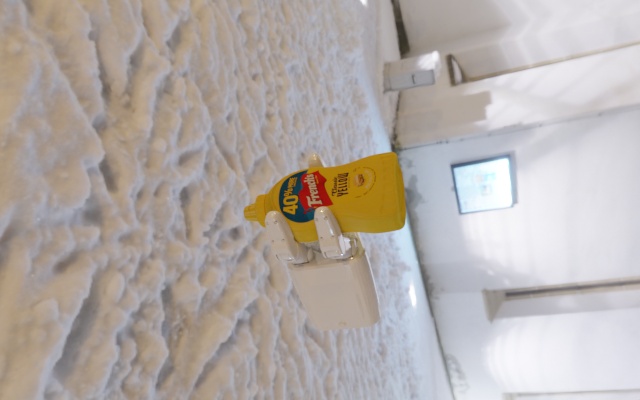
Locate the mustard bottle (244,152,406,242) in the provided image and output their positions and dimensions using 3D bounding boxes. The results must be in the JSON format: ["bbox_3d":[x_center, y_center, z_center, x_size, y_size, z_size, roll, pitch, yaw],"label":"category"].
[{"bbox_3d":[0.000,0.002,0.559,0.191,0.096,0.058,-9,-39,17],"label":"mustard bottle"}]
